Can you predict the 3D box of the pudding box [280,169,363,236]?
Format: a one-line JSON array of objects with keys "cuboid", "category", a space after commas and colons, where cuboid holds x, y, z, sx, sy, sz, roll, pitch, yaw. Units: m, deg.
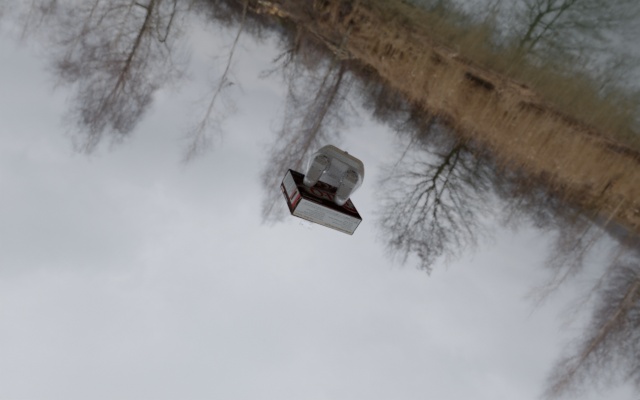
[{"cuboid": [0.000, 0.003, 0.740, 0.113, 0.039, 0.090, 18, 23, -26], "category": "pudding box"}]
